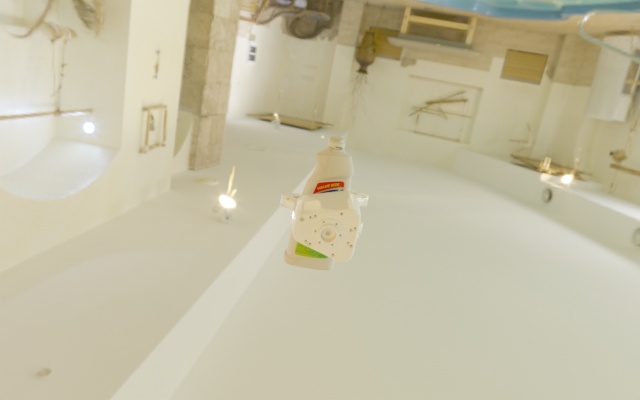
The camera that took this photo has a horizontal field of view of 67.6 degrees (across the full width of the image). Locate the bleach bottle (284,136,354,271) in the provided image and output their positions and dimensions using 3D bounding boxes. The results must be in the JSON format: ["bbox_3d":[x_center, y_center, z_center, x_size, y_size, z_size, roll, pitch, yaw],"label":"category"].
[{"bbox_3d":[0.000,0.003,0.900,0.102,0.251,0.068,10,15,-3],"label":"bleach bottle"}]
